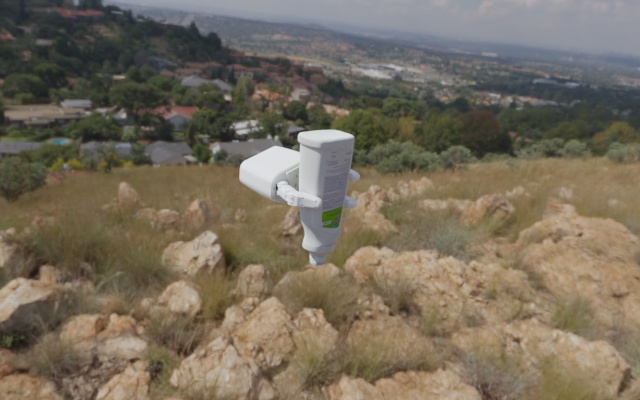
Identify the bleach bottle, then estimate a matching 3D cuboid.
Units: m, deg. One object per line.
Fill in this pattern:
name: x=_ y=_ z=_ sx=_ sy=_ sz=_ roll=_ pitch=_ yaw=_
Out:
bleach bottle: x=0.000 y=0.003 z=0.865 sx=0.102 sy=0.251 sz=0.068 roll=-13 pitch=27 yaw=-41
